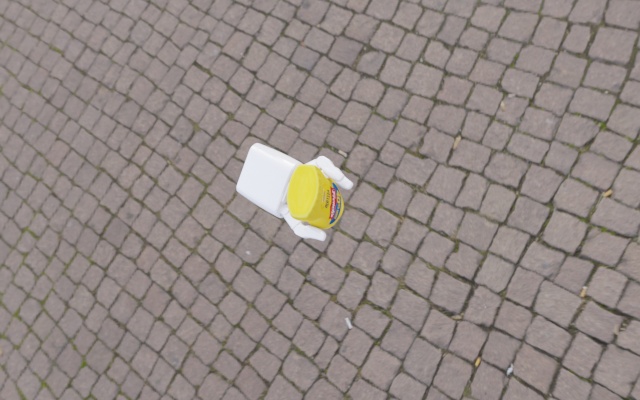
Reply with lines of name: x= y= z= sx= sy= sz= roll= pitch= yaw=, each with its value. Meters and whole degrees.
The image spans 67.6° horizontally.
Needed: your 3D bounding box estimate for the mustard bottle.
mustard bottle: x=0.000 y=0.003 z=0.887 sx=0.058 sy=0.096 sz=0.192 roll=3 pitch=-11 yaw=20
